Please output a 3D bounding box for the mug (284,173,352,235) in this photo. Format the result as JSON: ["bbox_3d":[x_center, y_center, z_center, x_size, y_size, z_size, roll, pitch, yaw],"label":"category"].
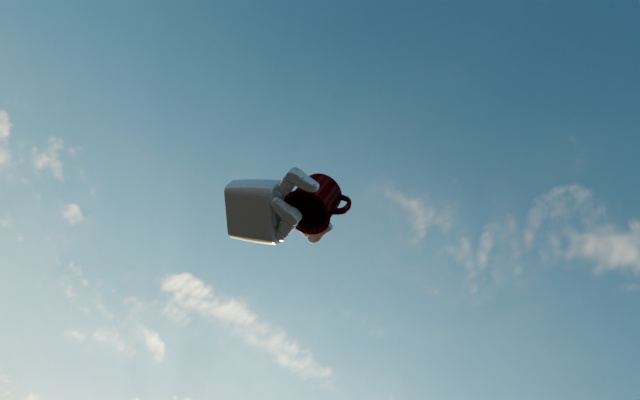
[{"bbox_3d":[0.002,0.003,0.872,0.117,0.093,0.081,3,31,24],"label":"mug"}]
